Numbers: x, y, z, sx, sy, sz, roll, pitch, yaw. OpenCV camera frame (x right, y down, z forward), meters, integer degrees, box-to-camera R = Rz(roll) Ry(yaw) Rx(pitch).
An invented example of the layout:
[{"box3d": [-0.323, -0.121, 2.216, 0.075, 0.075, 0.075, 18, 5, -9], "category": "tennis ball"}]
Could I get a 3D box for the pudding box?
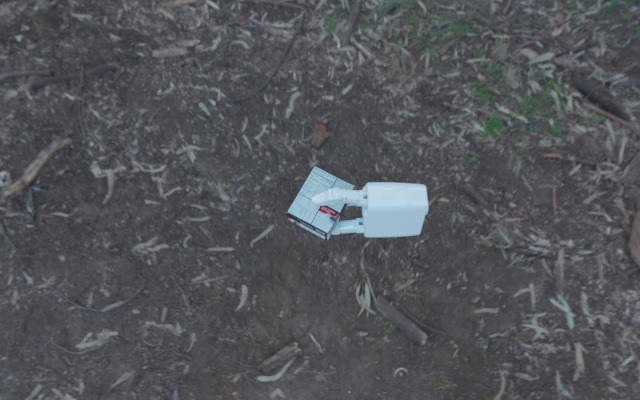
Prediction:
[{"box3d": [0.000, 0.003, 0.883, 0.090, 0.113, 0.039, 27, -20, 8], "category": "pudding box"}]
